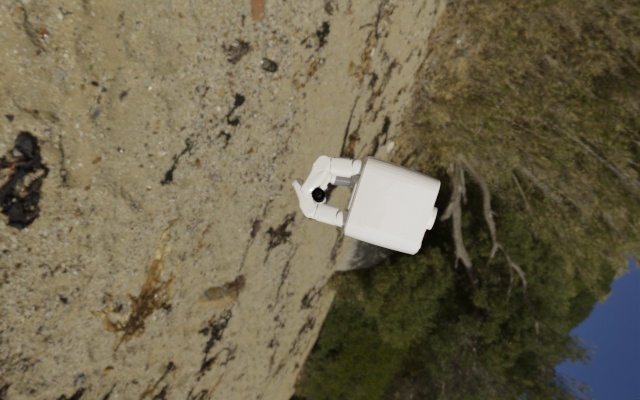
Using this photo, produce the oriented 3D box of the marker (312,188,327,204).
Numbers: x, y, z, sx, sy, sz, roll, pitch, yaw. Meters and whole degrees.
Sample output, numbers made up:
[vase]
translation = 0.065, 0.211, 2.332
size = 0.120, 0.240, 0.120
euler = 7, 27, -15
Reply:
[marker]
translation = 0.000, 0.002, 0.703
size = 0.020, 0.020, 0.121
euler = 0, -11, 3
